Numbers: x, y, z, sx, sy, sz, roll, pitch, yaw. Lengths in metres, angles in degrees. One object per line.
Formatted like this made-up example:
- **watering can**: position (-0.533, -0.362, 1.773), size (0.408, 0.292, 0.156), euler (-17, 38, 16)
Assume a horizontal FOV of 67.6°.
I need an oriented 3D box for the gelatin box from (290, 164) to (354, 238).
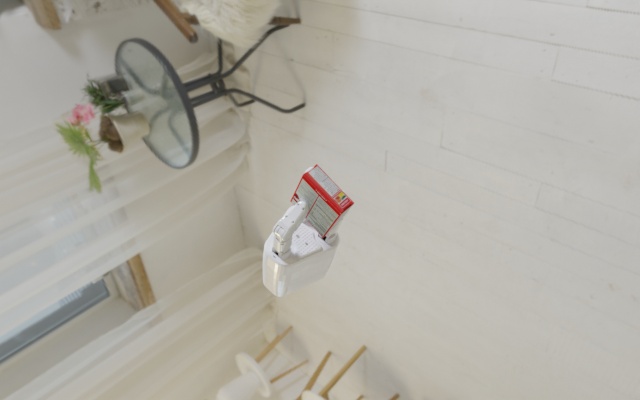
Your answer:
- **gelatin box**: position (0.000, 0.002, 0.656), size (0.030, 0.073, 0.089), euler (-39, -10, -28)
